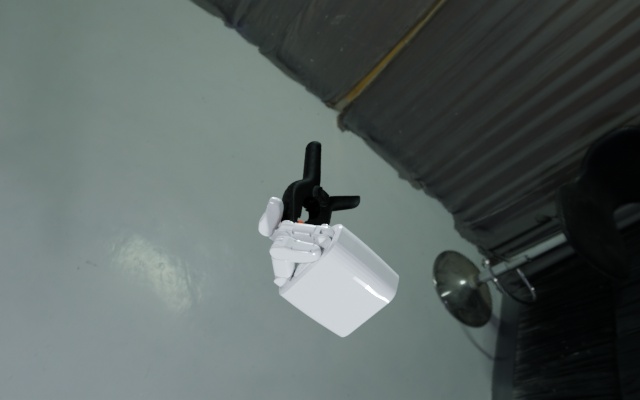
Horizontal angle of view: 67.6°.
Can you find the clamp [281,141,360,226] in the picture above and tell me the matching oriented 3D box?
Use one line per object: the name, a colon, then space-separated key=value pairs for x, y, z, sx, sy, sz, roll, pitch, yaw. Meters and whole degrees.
clamp: x=0.000 y=0.002 z=0.672 sx=0.039 sy=0.120 sz=0.171 roll=-34 pitch=21 yaw=42
